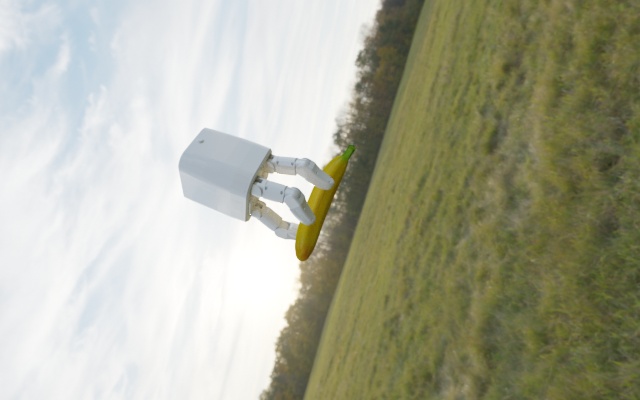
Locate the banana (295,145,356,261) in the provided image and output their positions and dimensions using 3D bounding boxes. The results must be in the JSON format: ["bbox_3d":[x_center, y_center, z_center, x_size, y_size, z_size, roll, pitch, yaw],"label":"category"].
[{"bbox_3d":[-0.002,0.006,0.718,0.037,0.197,0.070,23,-22,-2],"label":"banana"}]
